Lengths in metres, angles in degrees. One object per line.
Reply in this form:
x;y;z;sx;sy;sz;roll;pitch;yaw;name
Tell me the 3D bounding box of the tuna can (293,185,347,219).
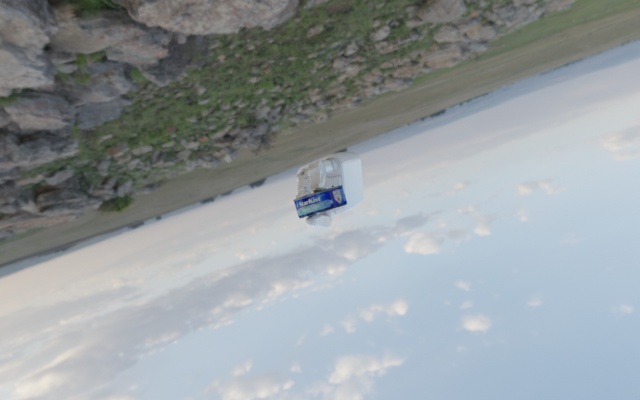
0.000;0.003;0.789;0.086;0.034;0.086;-17;-1;0;tuna can
